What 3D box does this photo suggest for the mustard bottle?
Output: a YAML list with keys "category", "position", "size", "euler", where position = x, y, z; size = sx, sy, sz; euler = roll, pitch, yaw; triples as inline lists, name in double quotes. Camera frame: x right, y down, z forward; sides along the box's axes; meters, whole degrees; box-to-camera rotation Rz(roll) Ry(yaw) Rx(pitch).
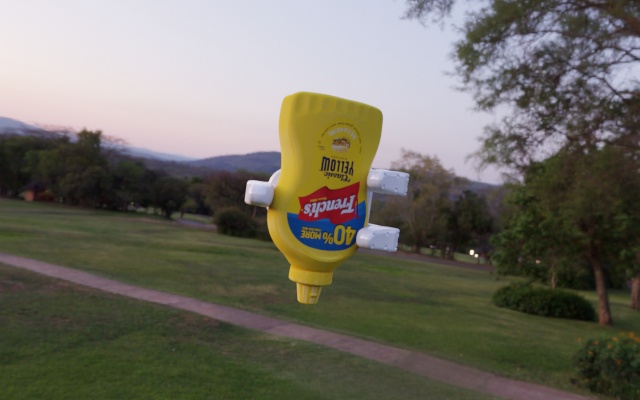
- category: "mustard bottle"
  position: [0.000, 0.001, 0.448]
  size: [0.096, 0.191, 0.058]
  euler: [7, 2, -27]
